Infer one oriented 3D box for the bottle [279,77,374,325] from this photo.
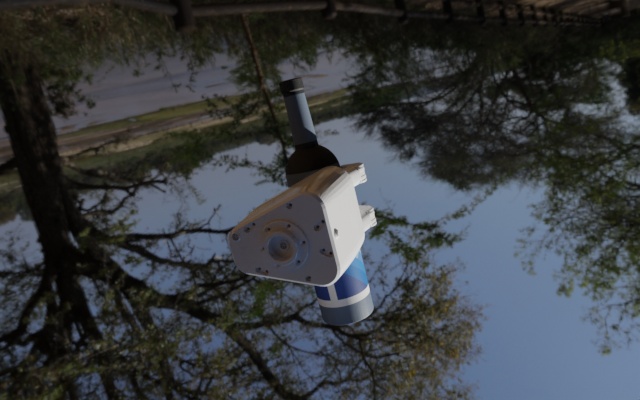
[{"bbox_3d":[0.000,0.002,0.577,0.069,0.296,0.069,-13,11,3],"label":"bottle"}]
